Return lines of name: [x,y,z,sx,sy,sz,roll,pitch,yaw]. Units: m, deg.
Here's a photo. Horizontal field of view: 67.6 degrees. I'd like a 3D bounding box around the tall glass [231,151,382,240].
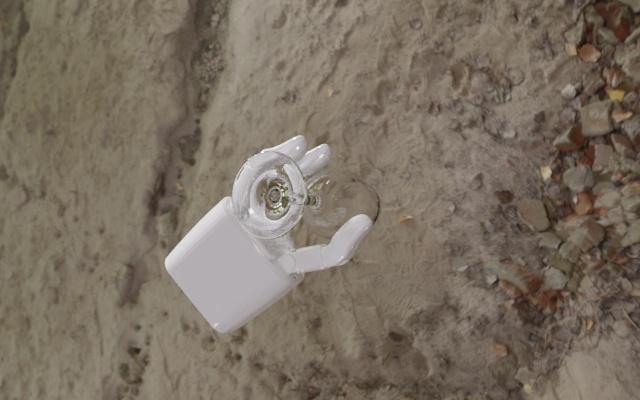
tall glass: [0.000,0.002,0.486,0.079,0.079,0.201,0,-3,27]
